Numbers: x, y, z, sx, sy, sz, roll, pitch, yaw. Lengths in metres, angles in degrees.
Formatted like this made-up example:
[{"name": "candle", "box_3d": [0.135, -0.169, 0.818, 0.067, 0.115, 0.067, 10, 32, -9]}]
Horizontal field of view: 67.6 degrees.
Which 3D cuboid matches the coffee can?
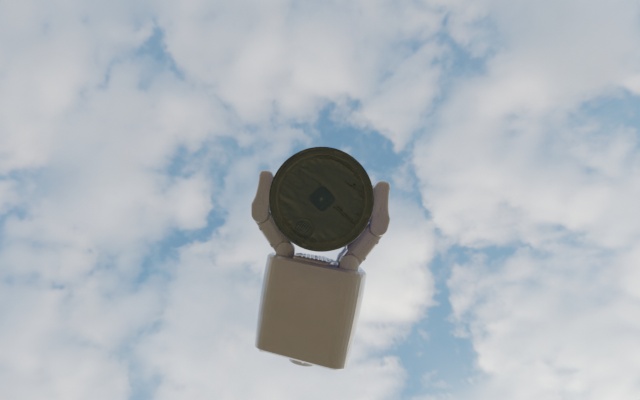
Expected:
[{"name": "coffee can", "box_3d": [0.000, 0.002, 0.531, 0.103, 0.103, 0.140, 0, -3, -1]}]
